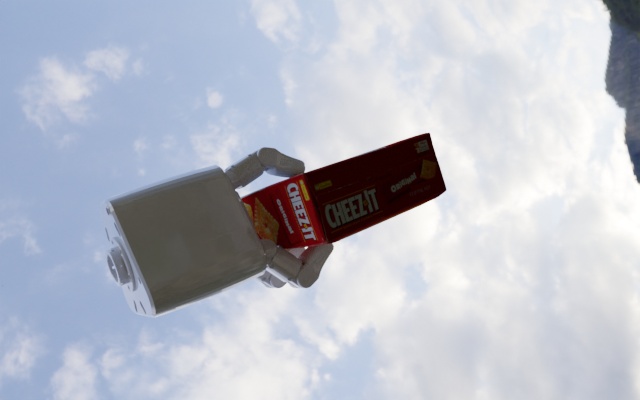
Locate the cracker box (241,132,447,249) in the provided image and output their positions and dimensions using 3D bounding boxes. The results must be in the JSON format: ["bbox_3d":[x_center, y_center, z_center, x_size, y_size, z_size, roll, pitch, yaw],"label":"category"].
[{"bbox_3d":[0.000,0.002,0.519,0.164,0.072,0.214,-21,3,-34],"label":"cracker box"}]
